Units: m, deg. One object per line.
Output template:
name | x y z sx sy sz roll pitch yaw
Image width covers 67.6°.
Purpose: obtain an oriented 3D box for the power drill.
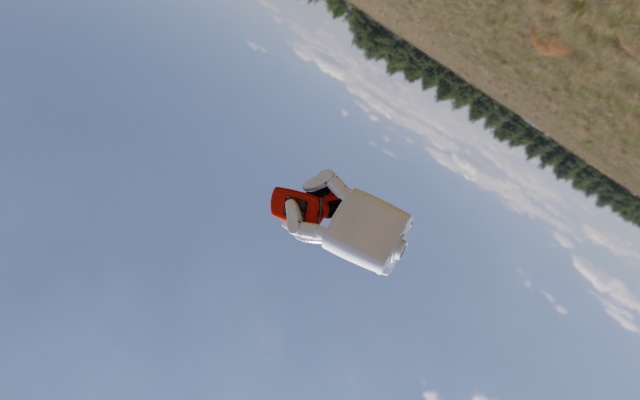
power drill | 0.000 0.003 0.877 0.184 0.057 0.187 14 13 39
